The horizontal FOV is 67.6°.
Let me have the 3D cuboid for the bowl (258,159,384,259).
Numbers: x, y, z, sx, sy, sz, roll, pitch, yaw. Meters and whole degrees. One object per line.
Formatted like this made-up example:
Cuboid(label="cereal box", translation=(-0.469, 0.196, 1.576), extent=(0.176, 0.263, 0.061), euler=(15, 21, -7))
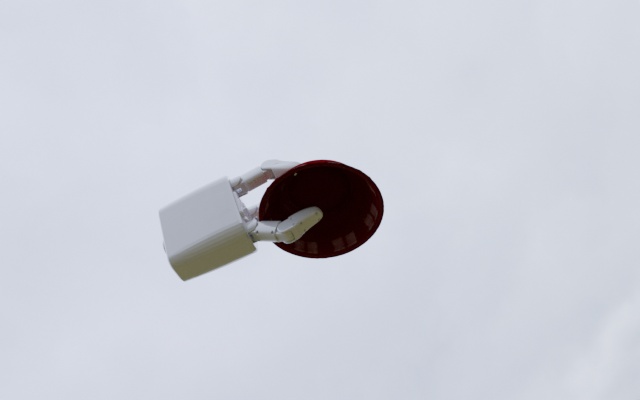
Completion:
Cuboid(label="bowl", translation=(0.001, 0.002, 0.632), extent=(0.162, 0.162, 0.055), euler=(0, 39, -5))
